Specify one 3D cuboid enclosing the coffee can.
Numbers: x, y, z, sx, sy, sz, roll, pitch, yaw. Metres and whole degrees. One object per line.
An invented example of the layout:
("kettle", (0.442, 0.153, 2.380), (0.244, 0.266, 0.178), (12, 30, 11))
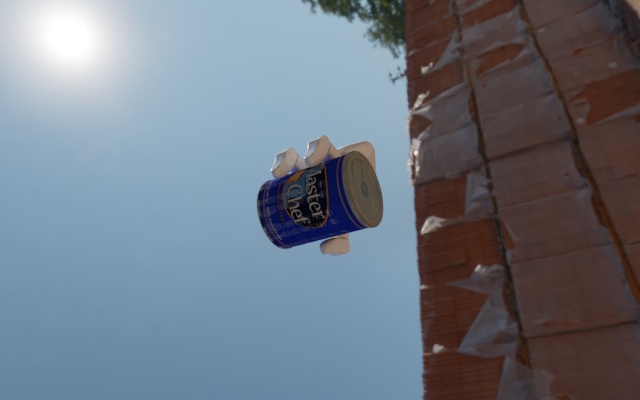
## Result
("coffee can", (0.000, 0.002, 0.648), (0.140, 0.103, 0.103), (-17, -8, 28))
